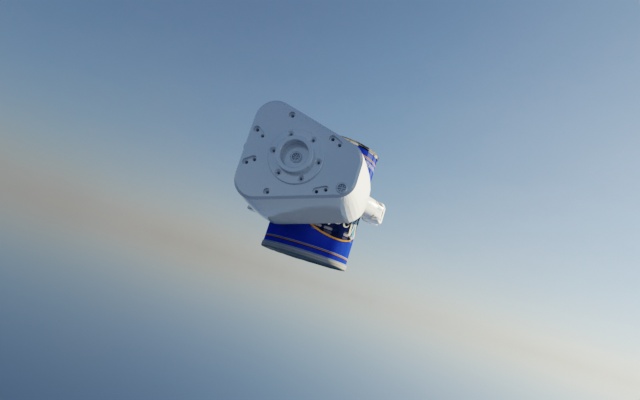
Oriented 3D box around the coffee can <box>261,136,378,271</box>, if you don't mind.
[{"bbox_3d":[0.000,0.002,0.566,0.103,0.140,0.103,17,-9,3],"label":"coffee can"}]
